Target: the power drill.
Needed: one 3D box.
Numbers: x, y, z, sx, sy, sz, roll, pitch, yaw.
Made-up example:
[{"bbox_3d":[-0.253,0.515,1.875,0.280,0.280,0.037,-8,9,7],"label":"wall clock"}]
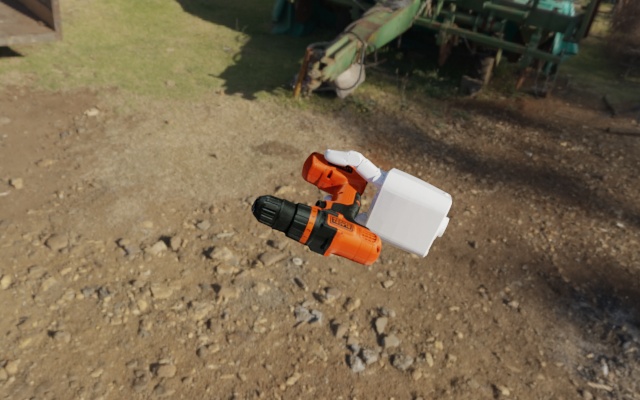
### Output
[{"bbox_3d":[0.000,0.002,0.703,0.184,0.057,0.187,24,34,-10],"label":"power drill"}]
